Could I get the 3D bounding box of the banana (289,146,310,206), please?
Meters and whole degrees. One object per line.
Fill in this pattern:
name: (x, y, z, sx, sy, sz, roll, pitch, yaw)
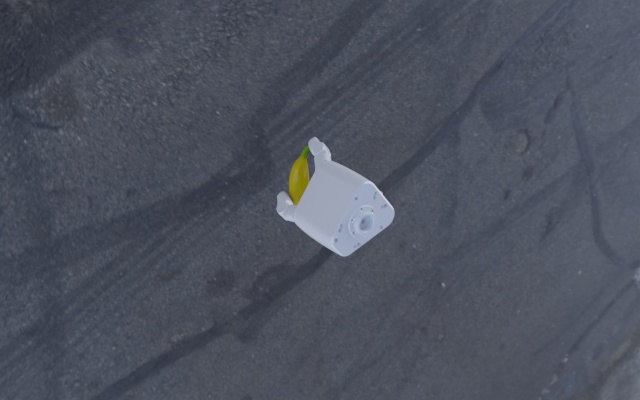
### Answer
banana: (-0.016, 0.008, 0.834, 0.069, 0.198, 0.037, -29, 31, -23)
